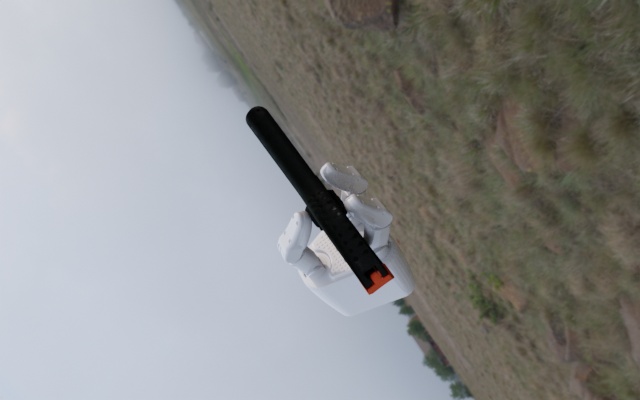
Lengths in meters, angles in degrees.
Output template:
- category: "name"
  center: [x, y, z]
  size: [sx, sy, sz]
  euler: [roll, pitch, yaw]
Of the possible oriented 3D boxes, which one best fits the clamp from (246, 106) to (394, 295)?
- category: "clamp"
  center: [0.000, 0.003, 0.482]
  size: [0.036, 0.210, 0.165]
  euler: [-37, -40, 3]
